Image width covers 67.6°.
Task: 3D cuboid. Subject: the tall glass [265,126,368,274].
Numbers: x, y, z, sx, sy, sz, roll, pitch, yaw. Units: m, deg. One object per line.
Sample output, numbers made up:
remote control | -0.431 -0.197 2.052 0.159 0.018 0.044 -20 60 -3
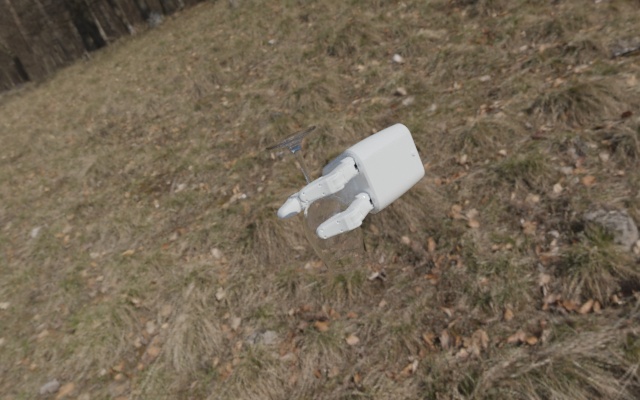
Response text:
tall glass | 0.000 0.002 0.667 0.079 0.201 0.079 -23 15 6
